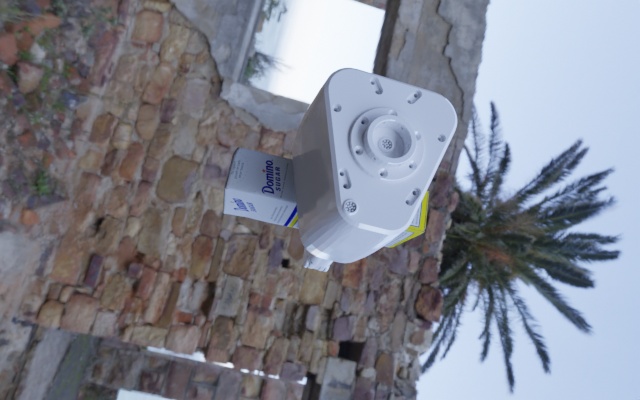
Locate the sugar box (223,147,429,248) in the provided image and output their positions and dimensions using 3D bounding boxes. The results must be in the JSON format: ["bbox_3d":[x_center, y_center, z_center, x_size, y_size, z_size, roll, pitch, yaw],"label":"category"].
[{"bbox_3d":[0.000,0.001,0.448,0.176,0.048,0.093,15,-18,-9],"label":"sugar box"}]
